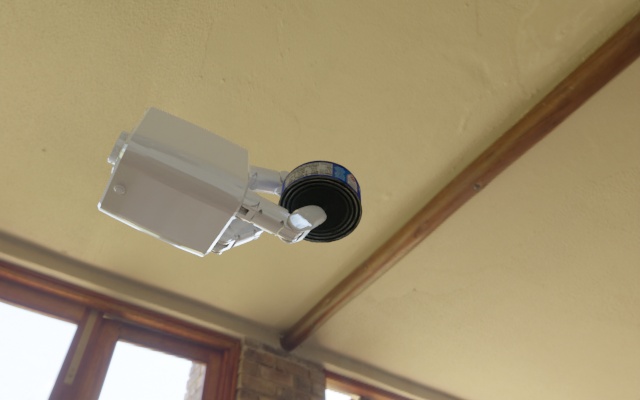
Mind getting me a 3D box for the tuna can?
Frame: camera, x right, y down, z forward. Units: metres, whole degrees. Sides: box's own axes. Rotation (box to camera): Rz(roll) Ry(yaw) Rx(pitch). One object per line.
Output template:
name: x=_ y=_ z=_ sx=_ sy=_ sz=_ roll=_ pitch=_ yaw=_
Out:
tuna can: x=0.000 y=0.001 z=0.496 sx=0.086 sy=0.086 sz=0.033 roll=0 pitch=37 yaw=3
